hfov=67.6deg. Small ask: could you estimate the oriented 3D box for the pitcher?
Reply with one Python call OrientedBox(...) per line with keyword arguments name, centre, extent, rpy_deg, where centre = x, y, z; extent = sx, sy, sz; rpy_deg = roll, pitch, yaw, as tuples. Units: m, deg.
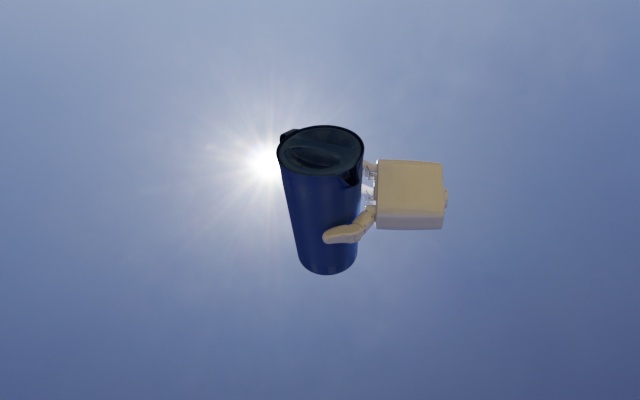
OrientedBox(name="pitcher", centre=(0.000, 0.003, 0.793), extent=(0.145, 0.243, 0.149), rpy_deg=(2, 42, 7))
